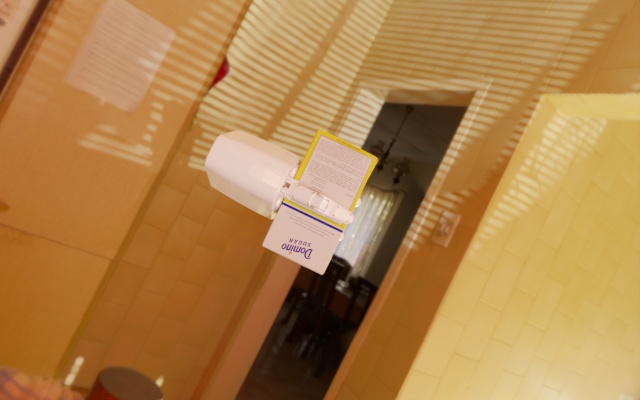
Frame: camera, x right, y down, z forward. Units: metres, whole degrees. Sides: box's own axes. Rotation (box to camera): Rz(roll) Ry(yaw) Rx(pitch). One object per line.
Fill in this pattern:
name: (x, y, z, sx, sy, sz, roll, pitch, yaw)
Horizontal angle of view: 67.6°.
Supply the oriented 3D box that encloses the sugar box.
sugar box: (0.000, 0.002, 0.655, 0.093, 0.176, 0.048, 26, -2, 2)
